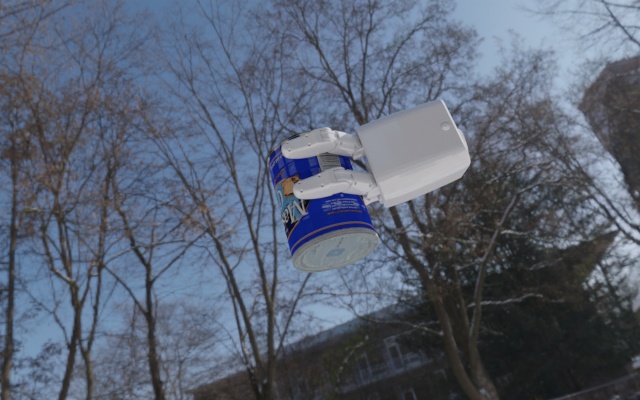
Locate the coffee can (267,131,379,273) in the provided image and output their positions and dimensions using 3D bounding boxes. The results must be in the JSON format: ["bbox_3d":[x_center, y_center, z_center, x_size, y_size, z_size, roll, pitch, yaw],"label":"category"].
[{"bbox_3d":[0.000,0.002,0.576,0.103,0.140,0.103,-13,-27,-7],"label":"coffee can"}]
